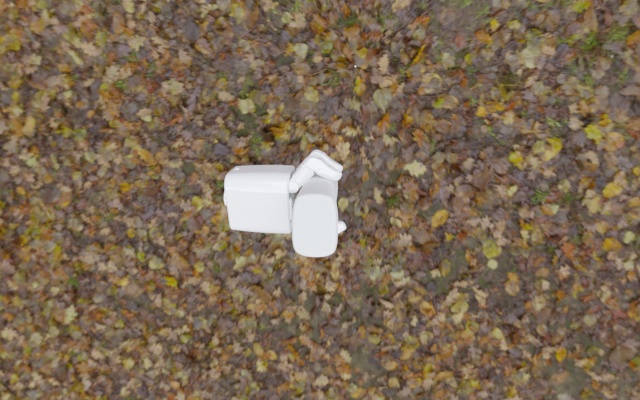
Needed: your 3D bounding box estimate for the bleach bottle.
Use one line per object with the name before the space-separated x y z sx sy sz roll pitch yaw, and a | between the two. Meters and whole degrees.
bleach bottle | 0.000 0.003 0.815 0.068 0.102 0.250 2 16 4
